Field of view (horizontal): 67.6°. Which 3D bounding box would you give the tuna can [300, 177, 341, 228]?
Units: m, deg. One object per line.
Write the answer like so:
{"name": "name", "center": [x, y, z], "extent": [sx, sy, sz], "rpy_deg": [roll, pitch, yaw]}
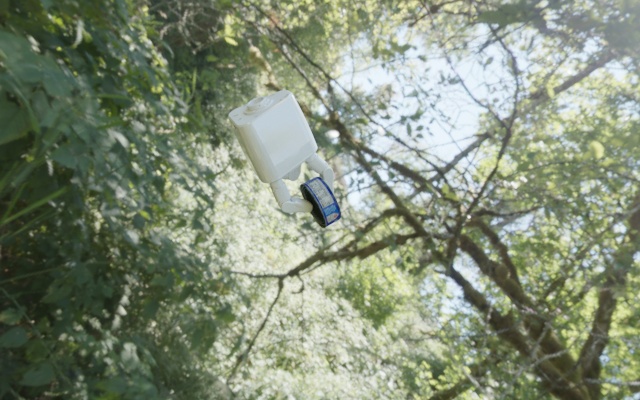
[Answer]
{"name": "tuna can", "center": [0.001, 0.002, 0.817], "extent": [0.034, 0.086, 0.086], "rpy_deg": [-28, 7, -13]}
